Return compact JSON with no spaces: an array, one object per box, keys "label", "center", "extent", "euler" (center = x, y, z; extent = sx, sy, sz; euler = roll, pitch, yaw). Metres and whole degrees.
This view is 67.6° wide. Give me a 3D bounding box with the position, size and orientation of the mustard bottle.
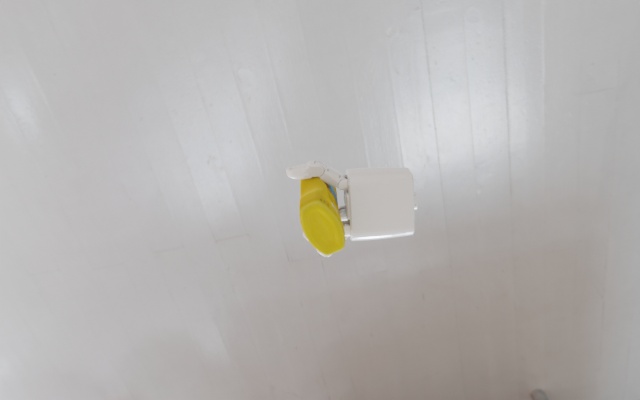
[{"label":"mustard bottle","center":[0.000,0.003,0.787],"extent":[0.058,0.096,0.191],"euler":[-26,24,10]}]
